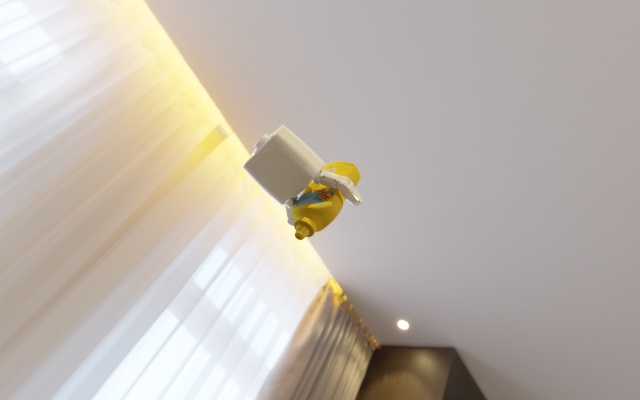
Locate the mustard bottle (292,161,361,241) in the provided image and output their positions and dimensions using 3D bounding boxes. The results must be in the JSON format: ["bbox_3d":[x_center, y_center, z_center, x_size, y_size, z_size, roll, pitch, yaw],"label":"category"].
[{"bbox_3d":[0.000,0.003,0.890,0.096,0.058,0.191,-5,36,34],"label":"mustard bottle"}]
